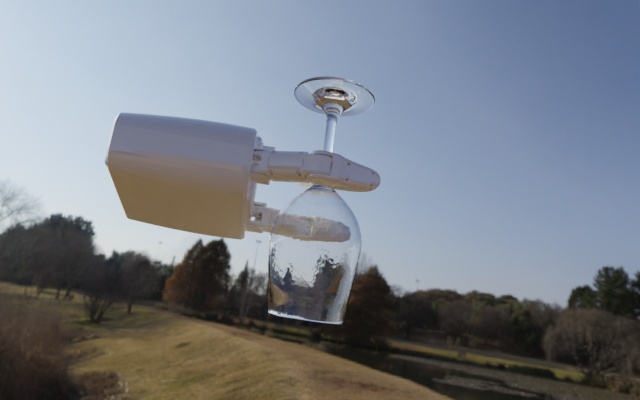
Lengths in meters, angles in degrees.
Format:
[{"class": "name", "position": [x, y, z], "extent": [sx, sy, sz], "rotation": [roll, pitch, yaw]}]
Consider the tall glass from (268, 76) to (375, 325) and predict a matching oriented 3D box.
[{"class": "tall glass", "position": [0.000, 0.001, 0.411], "extent": [0.079, 0.201, 0.079], "rotation": [7, -14, 2]}]
